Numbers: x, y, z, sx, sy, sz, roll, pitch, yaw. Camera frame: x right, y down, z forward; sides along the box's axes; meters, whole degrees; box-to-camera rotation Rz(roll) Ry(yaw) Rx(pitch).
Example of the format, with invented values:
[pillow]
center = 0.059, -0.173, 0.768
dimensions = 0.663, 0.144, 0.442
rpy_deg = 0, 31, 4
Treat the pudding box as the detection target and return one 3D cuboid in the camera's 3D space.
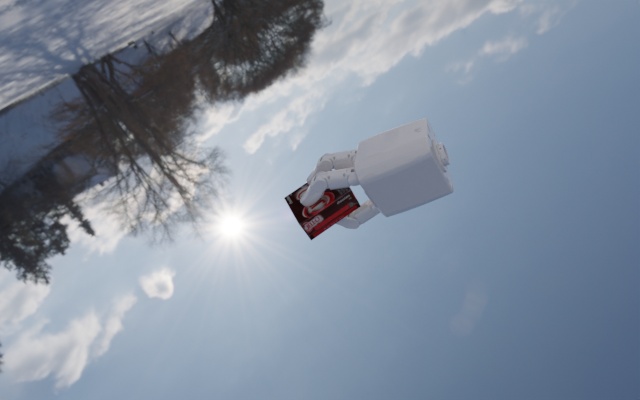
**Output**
[pudding box]
center = 0.000, 0.002, 0.729
dimensions = 0.090, 0.039, 0.113
rpy_deg = -34, 24, -2
